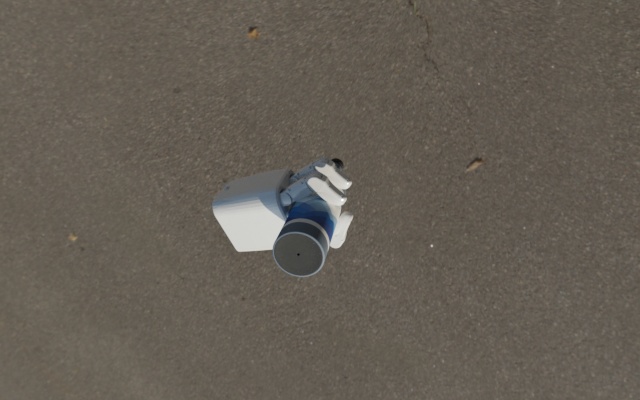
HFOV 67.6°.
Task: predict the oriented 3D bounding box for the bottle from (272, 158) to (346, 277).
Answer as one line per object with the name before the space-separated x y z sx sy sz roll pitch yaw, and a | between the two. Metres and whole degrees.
bottle | 0.000 0.002 0.716 0.069 0.069 0.295 0 26 12
